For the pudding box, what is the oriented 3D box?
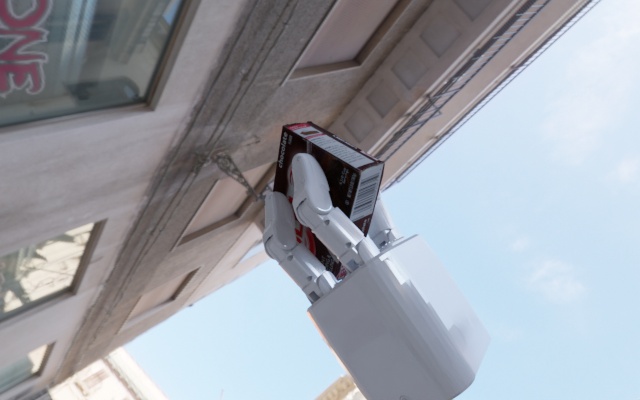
[{"bbox_3d":[0.000,0.001,0.408,0.090,0.113,0.039,33,34,33],"label":"pudding box"}]
